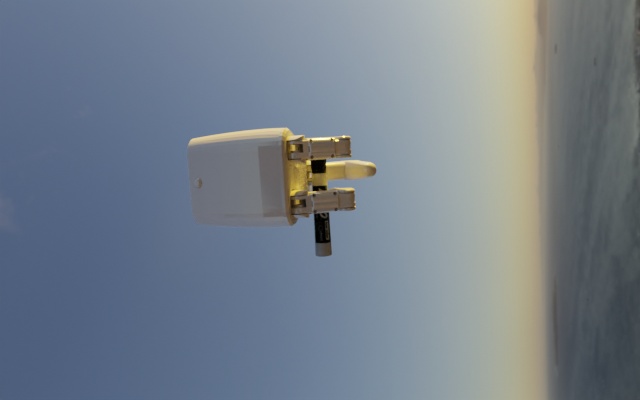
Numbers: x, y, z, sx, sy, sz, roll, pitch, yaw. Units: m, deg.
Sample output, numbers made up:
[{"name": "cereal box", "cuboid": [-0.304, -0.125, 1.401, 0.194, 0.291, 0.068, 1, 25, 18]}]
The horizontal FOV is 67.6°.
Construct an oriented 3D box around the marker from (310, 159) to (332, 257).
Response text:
[{"name": "marker", "cuboid": [0.000, 0.002, 0.533, 0.020, 0.121, 0.020, -3, 6, 0]}]
